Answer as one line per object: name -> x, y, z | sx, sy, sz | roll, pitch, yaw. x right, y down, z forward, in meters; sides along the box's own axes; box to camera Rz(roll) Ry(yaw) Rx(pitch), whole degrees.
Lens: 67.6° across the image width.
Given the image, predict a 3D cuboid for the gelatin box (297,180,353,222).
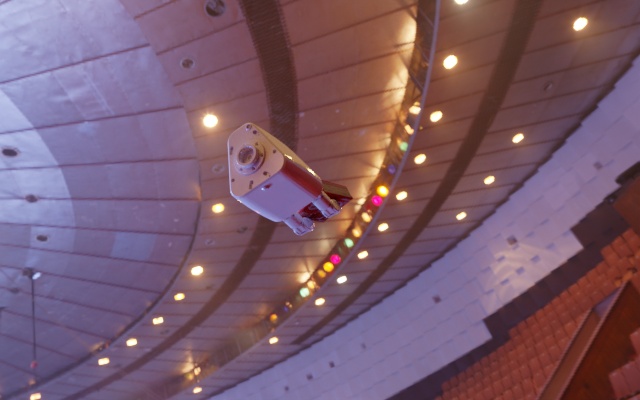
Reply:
gelatin box -> 0.000, 0.002, 0.795 | 0.073, 0.030, 0.089 | -40, -27, 25
